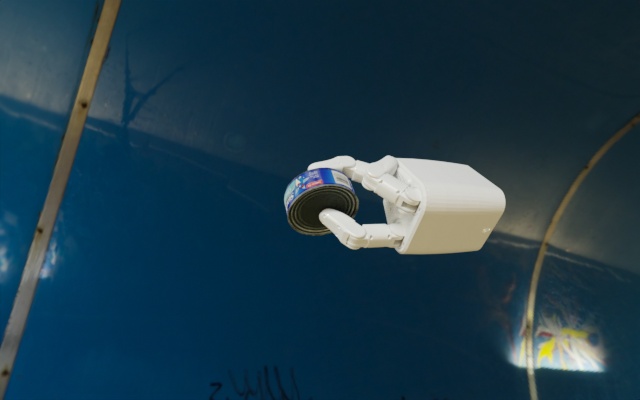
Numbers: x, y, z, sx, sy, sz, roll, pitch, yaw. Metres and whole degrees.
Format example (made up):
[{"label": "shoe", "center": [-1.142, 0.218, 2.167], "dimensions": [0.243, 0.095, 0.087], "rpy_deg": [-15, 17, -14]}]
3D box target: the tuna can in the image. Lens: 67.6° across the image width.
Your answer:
[{"label": "tuna can", "center": [0.000, 0.001, 0.571], "dimensions": [0.086, 0.033, 0.086], "rpy_deg": [-9, -42, -9]}]
